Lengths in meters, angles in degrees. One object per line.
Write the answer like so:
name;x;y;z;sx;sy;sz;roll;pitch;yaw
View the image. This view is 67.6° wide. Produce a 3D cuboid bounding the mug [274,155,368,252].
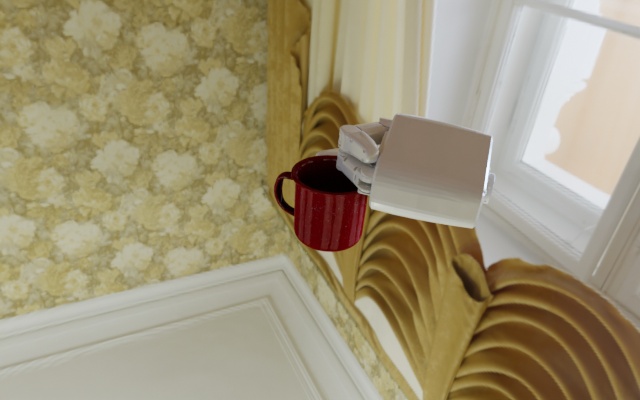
mug;-0.001;0.002;0.550;0.117;0.081;0.093;14;32;15
